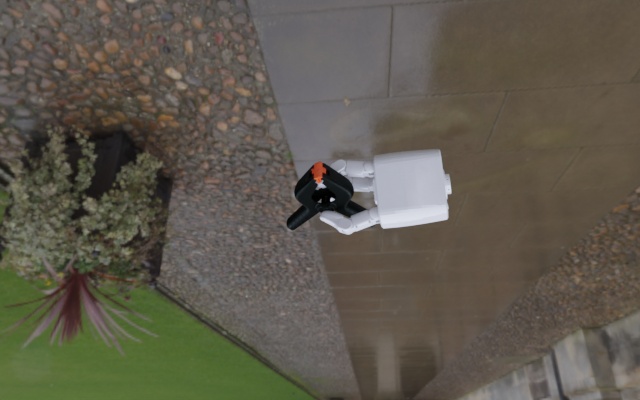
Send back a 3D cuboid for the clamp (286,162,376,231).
[{"bbox_3d":[0.000,0.003,0.791,0.164,0.036,0.210,-7,-27,12],"label":"clamp"}]
